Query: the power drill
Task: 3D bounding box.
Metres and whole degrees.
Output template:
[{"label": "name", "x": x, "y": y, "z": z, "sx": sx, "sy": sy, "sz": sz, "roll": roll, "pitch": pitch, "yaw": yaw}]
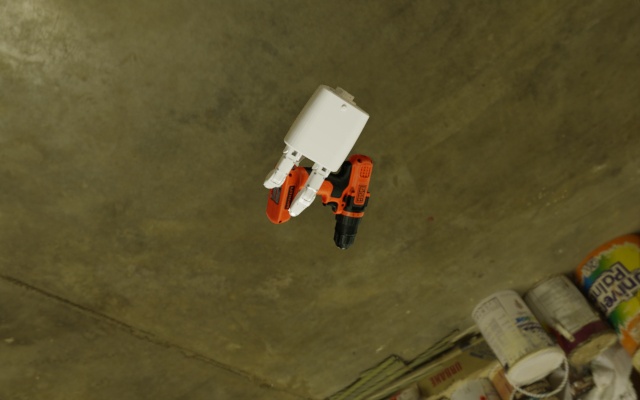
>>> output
[{"label": "power drill", "x": 0.000, "y": 0.003, "z": 0.857, "sx": 0.187, "sy": 0.184, "sz": 0.057, "roll": 1, "pitch": 17, "yaw": -32}]
